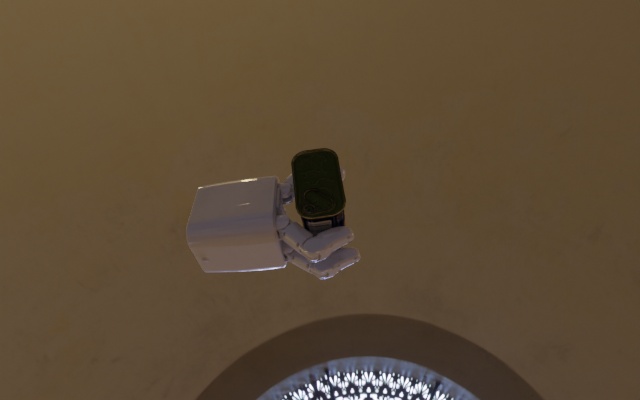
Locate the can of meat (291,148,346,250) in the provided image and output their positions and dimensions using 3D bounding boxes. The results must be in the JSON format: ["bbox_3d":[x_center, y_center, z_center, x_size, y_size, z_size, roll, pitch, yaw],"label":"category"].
[{"bbox_3d":[0.000,0.002,0.588,0.057,0.102,0.084,-8,-37,0],"label":"can of meat"}]
